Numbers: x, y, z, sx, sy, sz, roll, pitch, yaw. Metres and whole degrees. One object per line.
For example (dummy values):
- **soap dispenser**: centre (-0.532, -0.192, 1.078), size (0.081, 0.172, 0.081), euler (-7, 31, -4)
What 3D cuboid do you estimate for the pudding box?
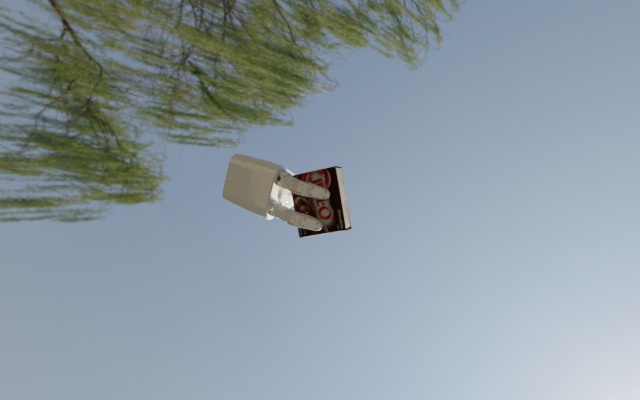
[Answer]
- **pudding box**: centre (0.000, 0.003, 0.832), size (0.090, 0.113, 0.039), euler (-11, -1, 24)
